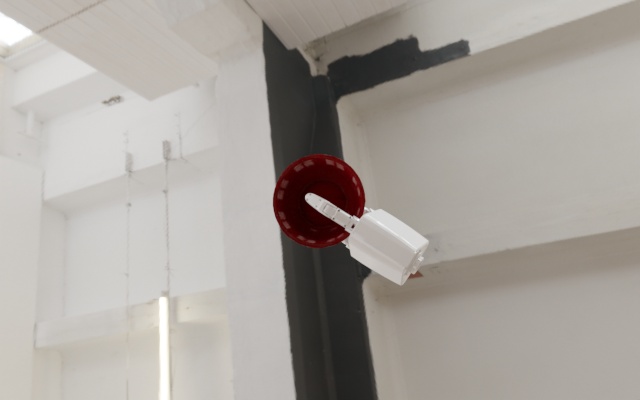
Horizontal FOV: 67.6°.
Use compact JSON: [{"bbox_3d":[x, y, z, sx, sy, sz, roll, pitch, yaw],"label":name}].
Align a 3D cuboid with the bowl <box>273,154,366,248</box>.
[{"bbox_3d":[-0.001,0.002,0.843,0.162,0.162,0.055,0,-5,9],"label":"bowl"}]
